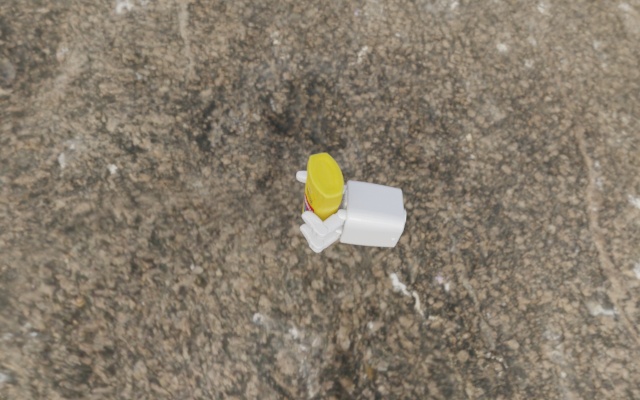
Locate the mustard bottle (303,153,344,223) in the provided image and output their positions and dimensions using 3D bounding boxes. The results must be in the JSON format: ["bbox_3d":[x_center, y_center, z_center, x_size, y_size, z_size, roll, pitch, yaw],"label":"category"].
[{"bbox_3d":[0.000,0.003,0.894,0.058,0.096,0.192,-14,-28,-14],"label":"mustard bottle"}]
